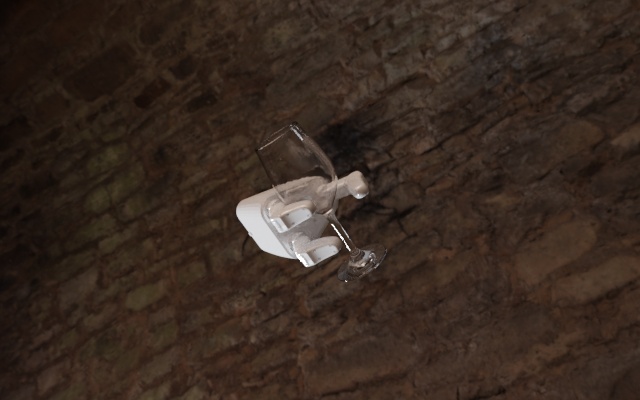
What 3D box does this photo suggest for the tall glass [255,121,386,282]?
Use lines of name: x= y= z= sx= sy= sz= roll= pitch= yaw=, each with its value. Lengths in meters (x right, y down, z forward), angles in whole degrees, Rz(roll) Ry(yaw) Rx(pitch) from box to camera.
tall glass: x=0.001 y=0.002 z=0.597 sx=0.079 sy=0.201 sz=0.079 roll=-31 pitch=16 yaw=10
